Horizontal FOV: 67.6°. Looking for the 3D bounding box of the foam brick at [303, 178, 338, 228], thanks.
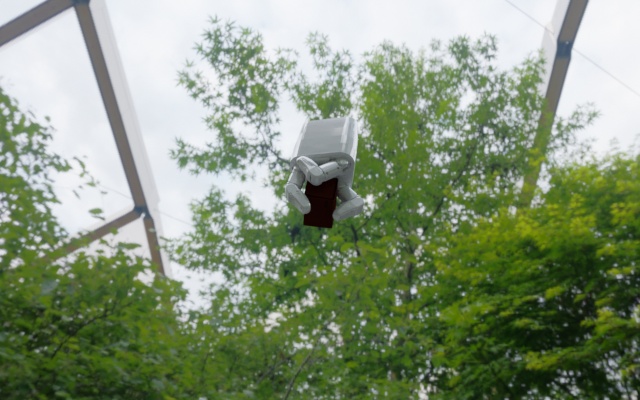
[{"bbox_3d":[0.000,0.003,0.817,0.053,0.051,0.078,8,-42,4],"label":"foam brick"}]
